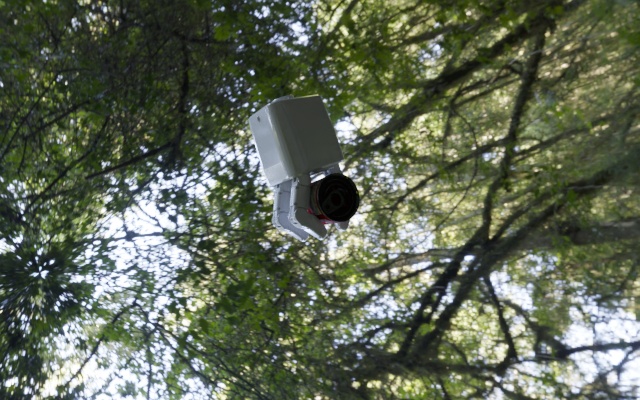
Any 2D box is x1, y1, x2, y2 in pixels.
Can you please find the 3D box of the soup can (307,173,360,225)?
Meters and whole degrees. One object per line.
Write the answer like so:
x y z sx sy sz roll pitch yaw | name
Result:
0.000 0.003 0.691 0.068 0.068 0.102 0 -7 -30 | soup can
